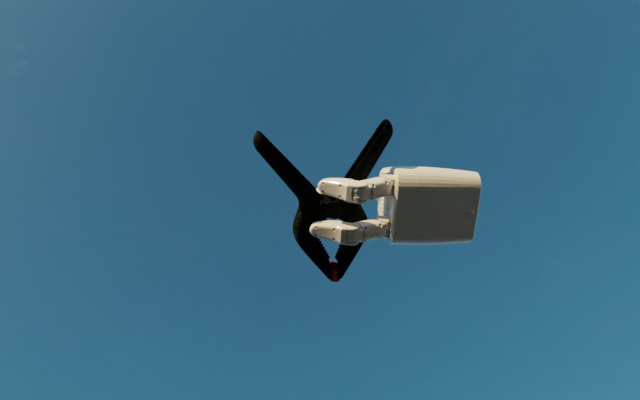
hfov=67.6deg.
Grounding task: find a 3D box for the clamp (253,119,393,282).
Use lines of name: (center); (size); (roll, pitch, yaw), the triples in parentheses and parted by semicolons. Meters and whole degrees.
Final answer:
clamp: (0.000, 0.002, 0.593); (0.164, 0.210, 0.036); (1, 19, -3)
